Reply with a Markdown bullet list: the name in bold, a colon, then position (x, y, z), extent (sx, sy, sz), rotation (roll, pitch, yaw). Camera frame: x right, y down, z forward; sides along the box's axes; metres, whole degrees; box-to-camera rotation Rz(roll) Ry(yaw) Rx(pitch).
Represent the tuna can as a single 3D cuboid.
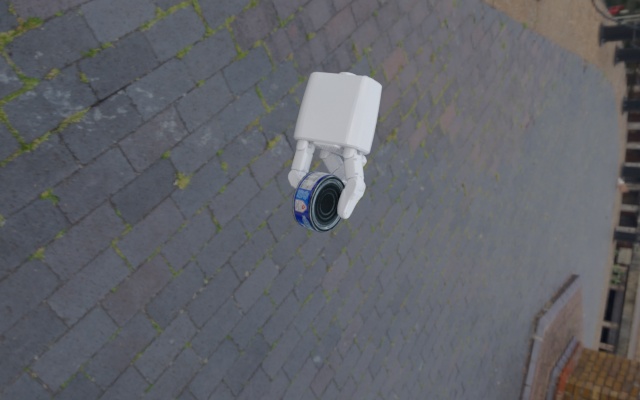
- **tuna can**: position (0.001, 0.002, 0.688), extent (0.033, 0.086, 0.086), rotation (15, 9, 38)
